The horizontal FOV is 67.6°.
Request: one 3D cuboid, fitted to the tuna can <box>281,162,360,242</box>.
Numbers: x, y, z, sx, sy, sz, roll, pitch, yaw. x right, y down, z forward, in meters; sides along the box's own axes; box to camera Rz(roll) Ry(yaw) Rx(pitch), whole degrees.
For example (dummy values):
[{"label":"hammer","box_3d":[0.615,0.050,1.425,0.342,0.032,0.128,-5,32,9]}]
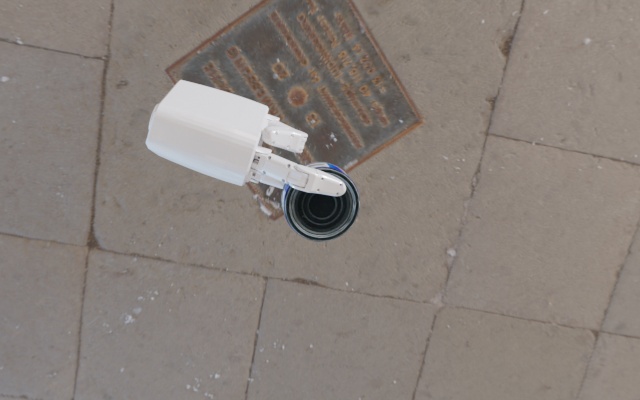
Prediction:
[{"label":"tuna can","box_3d":[0.000,0.002,0.531,0.086,0.086,0.033,0,14,-9]}]
